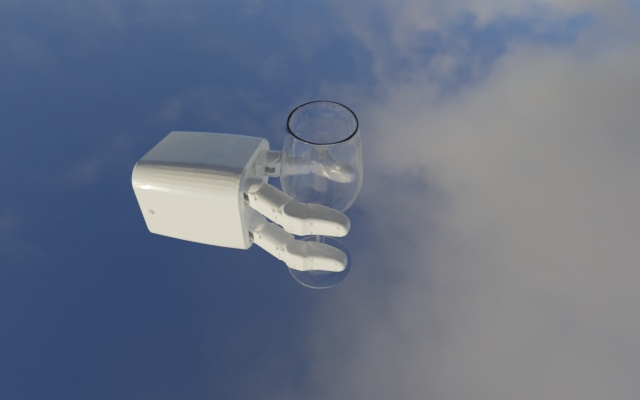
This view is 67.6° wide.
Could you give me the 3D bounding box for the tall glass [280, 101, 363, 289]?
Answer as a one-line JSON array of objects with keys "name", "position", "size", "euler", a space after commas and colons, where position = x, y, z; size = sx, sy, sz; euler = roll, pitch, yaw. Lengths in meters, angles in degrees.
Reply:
[{"name": "tall glass", "position": [0.000, 0.002, 0.477], "size": [0.079, 0.079, 0.201], "euler": [0, -43, -2]}]
